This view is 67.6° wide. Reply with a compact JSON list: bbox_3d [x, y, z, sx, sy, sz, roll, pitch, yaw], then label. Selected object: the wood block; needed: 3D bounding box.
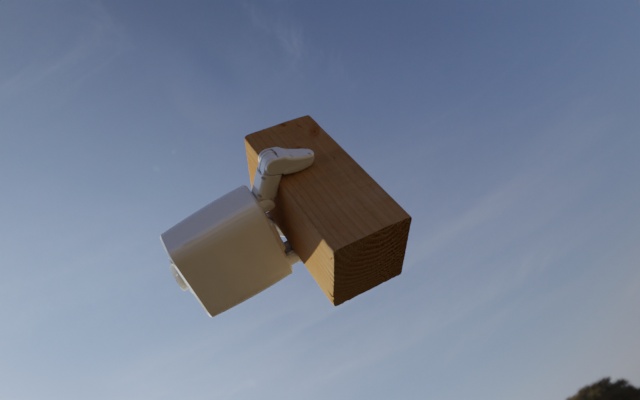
[{"bbox_3d":[0.000,0.002,0.537,0.090,0.091,0.206,-22,48,-21],"label":"wood block"}]
